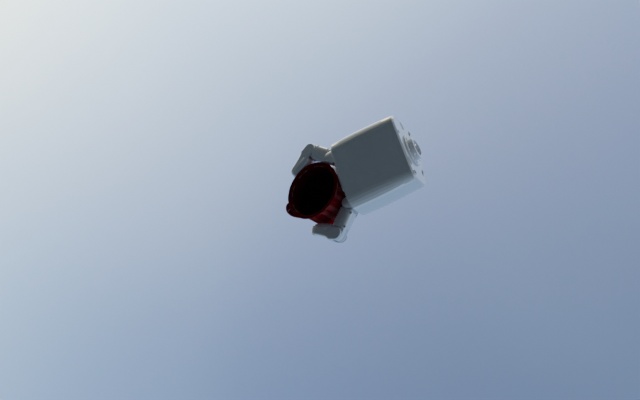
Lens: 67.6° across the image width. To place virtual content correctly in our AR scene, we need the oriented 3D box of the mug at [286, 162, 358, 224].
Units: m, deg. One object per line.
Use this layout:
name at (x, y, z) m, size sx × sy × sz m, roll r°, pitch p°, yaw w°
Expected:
mug at (-0.001, 0.003, 0.758) m, size 0.117 × 0.093 × 0.081 m, roll -25°, pitch -34°, yaw 27°
